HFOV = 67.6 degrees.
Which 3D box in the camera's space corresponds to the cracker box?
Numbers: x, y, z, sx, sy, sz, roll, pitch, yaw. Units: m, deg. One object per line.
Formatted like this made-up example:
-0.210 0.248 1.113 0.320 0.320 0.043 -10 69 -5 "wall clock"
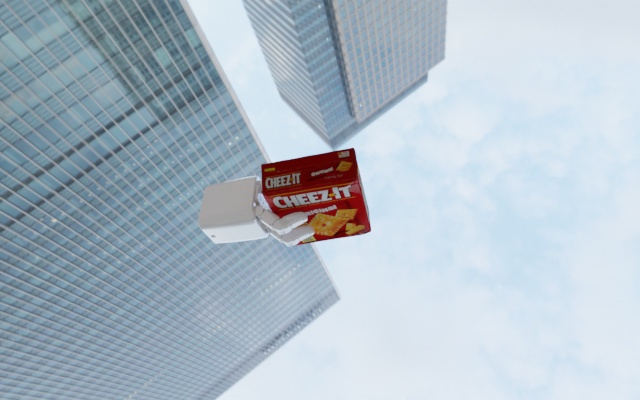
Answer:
0.000 0.003 0.876 0.164 0.072 0.214 -10 -30 7 "cracker box"
